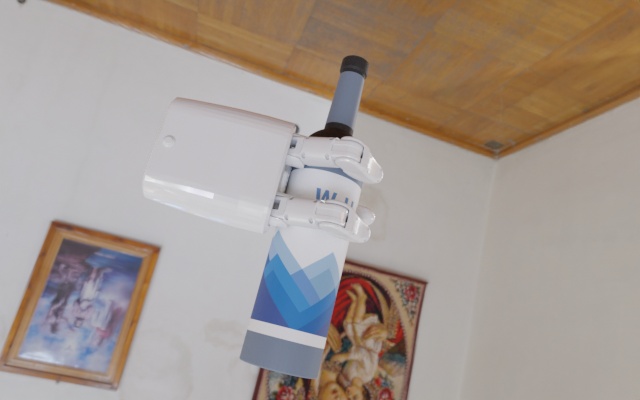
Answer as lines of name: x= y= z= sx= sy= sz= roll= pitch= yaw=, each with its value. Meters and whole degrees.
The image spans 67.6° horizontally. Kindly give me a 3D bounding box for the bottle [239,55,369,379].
bottle: x=0.000 y=0.002 z=0.433 sx=0.069 sy=0.295 sz=0.069 roll=13 pitch=-15 yaw=4
